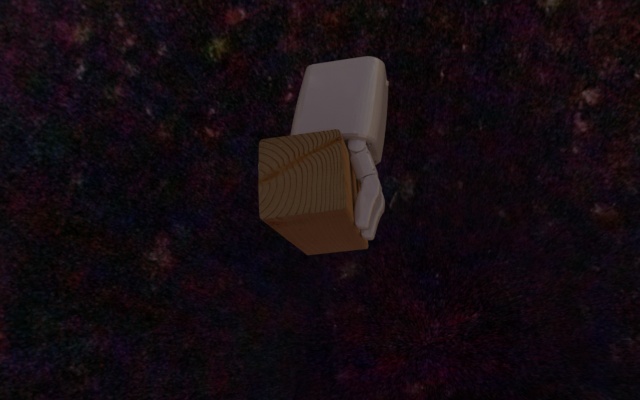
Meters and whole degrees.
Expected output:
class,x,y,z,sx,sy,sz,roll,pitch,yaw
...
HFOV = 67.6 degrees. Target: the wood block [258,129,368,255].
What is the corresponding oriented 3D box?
class,x,y,z,sx,sy,sz,roll,pitch,yaw
wood block,0.000,0.002,0.581,0.091,0.090,0.206,-6,-18,10
